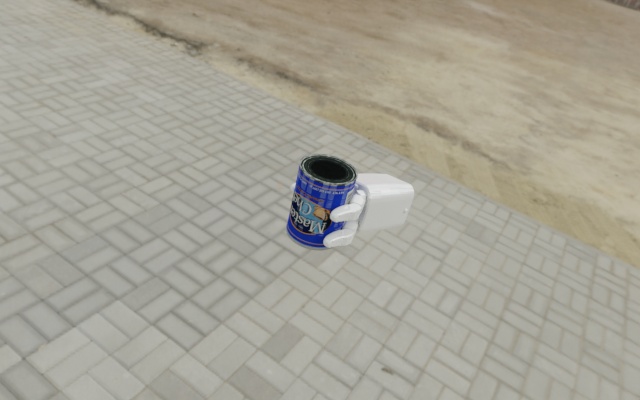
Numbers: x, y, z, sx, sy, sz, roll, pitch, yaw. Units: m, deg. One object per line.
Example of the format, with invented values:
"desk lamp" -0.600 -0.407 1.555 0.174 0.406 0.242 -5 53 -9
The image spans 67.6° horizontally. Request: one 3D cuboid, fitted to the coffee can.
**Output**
"coffee can" 0.000 0.003 0.848 0.103 0.140 0.102 10 32 -6
